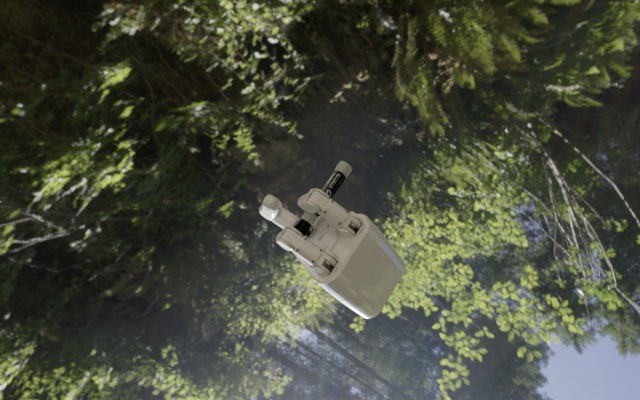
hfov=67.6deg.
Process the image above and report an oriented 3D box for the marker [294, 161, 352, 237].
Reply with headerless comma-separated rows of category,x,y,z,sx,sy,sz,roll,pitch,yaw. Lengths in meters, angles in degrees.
marker,0.000,0.002,0.604,0.020,0.121,0.020,32,-15,10
